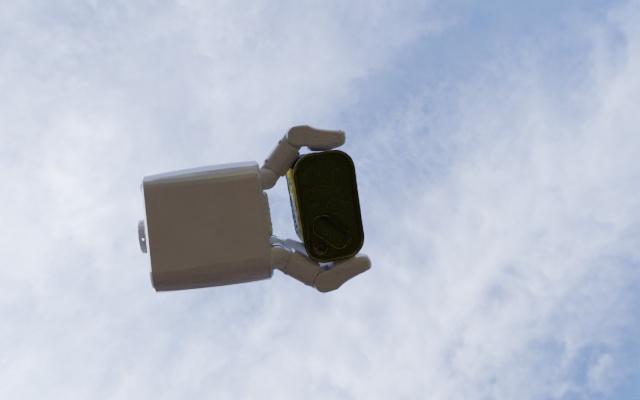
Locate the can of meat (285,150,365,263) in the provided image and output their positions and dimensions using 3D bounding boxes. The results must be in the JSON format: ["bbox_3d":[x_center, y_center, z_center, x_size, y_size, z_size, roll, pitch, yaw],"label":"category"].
[{"bbox_3d":[0.000,0.001,0.473,0.057,0.102,0.084,-10,8,-11],"label":"can of meat"}]
